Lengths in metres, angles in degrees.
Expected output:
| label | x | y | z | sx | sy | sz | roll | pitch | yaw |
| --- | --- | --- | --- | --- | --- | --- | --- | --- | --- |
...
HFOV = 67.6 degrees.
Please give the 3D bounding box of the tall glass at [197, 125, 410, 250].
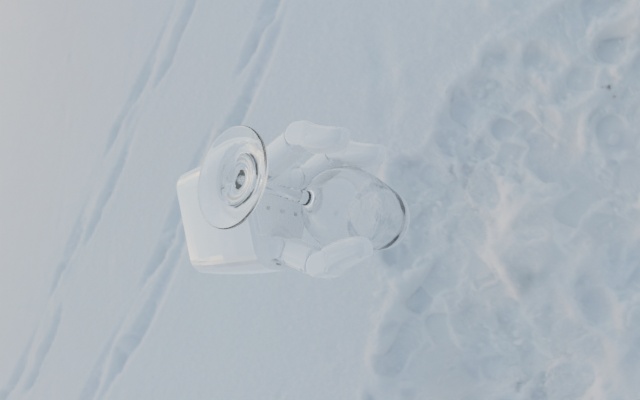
| label | x | y | z | sx | sy | sz | roll | pitch | yaw |
| --- | --- | --- | --- | --- | --- | --- | --- | --- | --- |
| tall glass | 0.000 | 0.001 | 0.406 | 0.079 | 0.079 | 0.201 | 0 | -10 | 41 |
